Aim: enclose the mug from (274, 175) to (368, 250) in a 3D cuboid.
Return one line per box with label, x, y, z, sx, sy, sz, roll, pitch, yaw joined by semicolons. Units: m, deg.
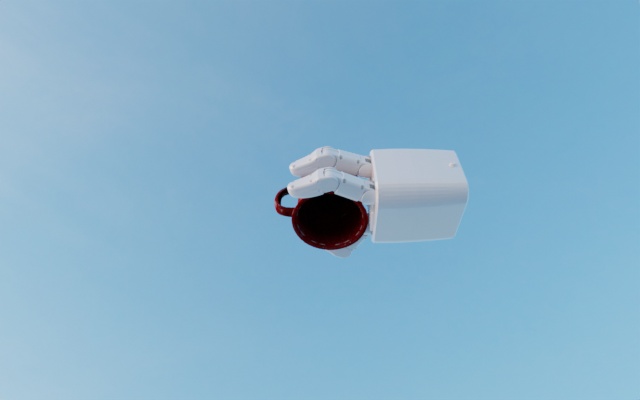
mug;-0.001;0.002;0.609;0.117;0.093;0.081;0;36;1
